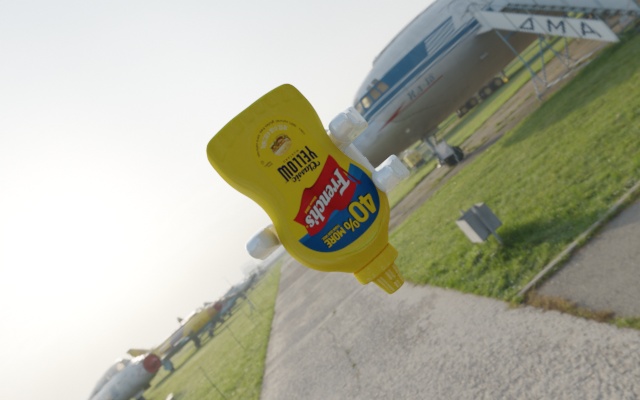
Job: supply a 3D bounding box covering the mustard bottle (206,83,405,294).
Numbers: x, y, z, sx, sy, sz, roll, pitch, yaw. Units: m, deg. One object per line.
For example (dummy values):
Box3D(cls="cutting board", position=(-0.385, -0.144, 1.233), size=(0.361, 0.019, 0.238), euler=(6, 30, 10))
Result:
Box3D(cls="mustard bottle", position=(0.000, 0.001, 0.400), size=(0.096, 0.191, 0.058), euler=(-41, -2, -16))
